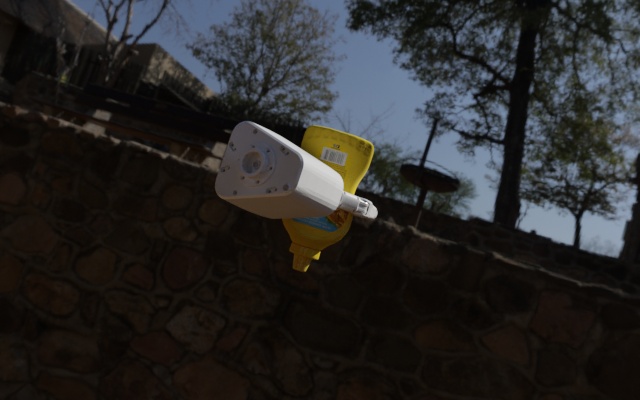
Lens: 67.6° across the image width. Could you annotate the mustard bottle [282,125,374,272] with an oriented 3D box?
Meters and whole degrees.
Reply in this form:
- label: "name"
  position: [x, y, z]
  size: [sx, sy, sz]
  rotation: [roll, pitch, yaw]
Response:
- label: "mustard bottle"
  position: [0.000, 0.002, 0.643]
  size: [0.096, 0.191, 0.058]
  rotation: [18, -4, 3]
